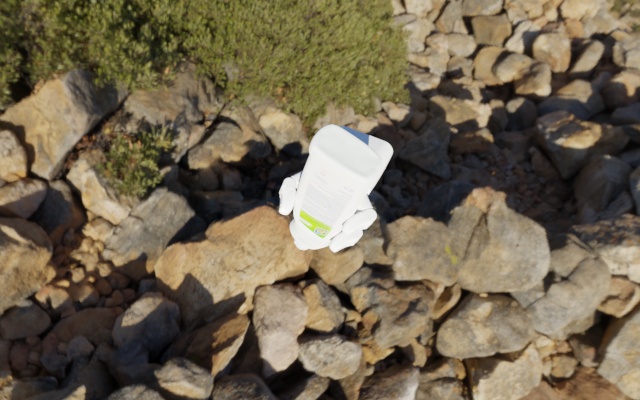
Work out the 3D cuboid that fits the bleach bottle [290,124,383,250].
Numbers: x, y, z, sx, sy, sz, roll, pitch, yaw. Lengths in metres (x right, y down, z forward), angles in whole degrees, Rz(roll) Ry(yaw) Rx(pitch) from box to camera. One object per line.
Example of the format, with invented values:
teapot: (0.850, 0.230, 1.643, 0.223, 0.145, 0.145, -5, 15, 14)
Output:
bleach bottle: (0.000, 0.002, 0.725, 0.102, 0.068, 0.251, 34, -37, 3)
